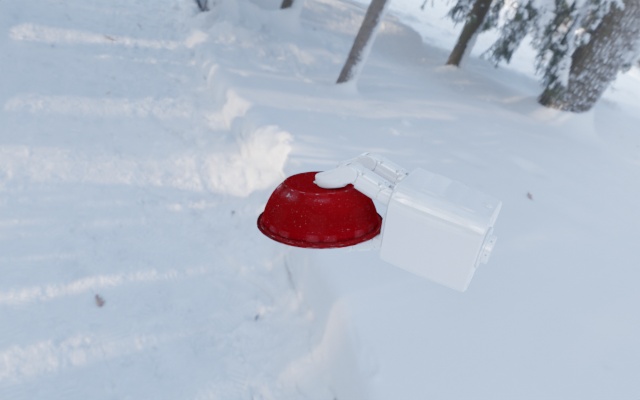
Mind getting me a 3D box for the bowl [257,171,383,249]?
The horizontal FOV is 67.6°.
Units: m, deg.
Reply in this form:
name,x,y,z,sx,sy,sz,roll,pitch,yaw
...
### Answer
name,x,y,z,sx,sy,sz,roll,pitch,yaw
bowl,-0.001,0.001,0.599,0.162,0.055,0.162,0,20,0
